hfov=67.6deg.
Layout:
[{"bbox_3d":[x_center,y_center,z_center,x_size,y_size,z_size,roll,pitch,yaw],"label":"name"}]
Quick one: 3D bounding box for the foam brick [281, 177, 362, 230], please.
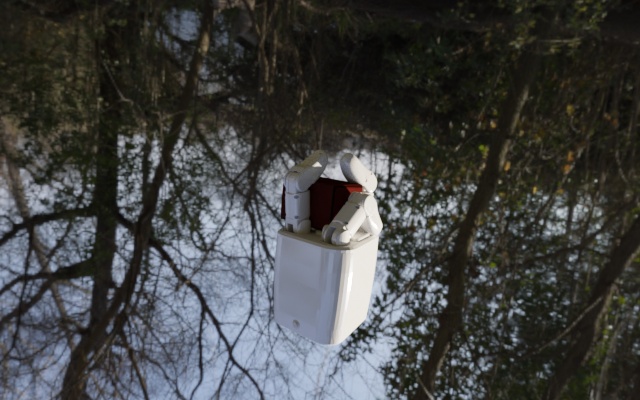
[{"bbox_3d":[0.000,0.002,0.541,0.078,0.051,0.053,13,12,41],"label":"foam brick"}]
